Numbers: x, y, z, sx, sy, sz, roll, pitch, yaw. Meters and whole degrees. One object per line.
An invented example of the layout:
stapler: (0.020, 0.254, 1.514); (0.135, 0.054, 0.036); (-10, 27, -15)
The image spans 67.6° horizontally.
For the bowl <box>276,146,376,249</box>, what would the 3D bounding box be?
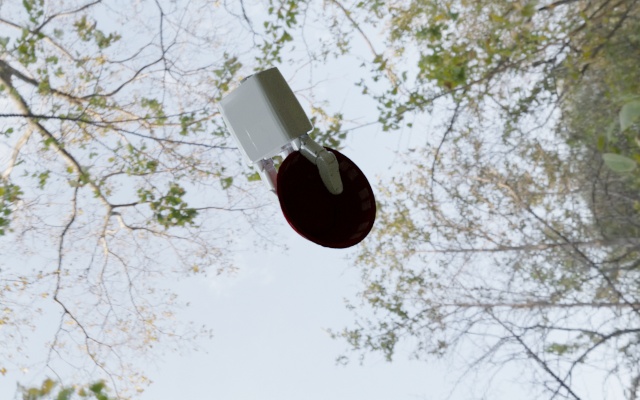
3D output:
bowl: (0.000, 0.004, 0.697); (0.162, 0.162, 0.055); (0, -24, -30)
